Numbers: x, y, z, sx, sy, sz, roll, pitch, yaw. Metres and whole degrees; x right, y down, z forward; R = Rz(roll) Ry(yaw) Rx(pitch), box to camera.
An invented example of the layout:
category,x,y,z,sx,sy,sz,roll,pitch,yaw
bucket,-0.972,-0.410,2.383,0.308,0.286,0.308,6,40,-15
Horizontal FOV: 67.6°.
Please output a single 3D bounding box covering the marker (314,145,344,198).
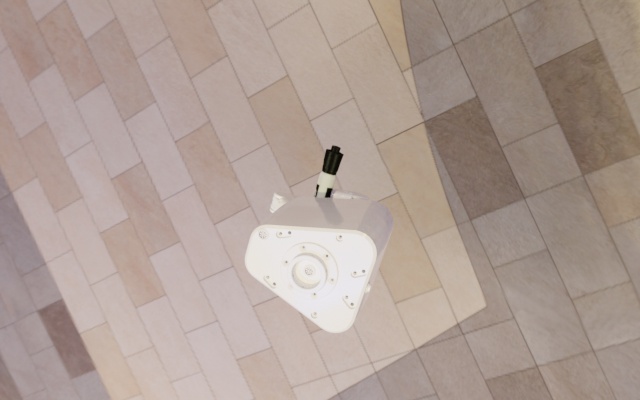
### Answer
category,x,y,z,sx,sy,sz,roll,pitch,yaw
marker,0.000,0.002,0.497,0.020,0.121,0.020,15,15,-4
